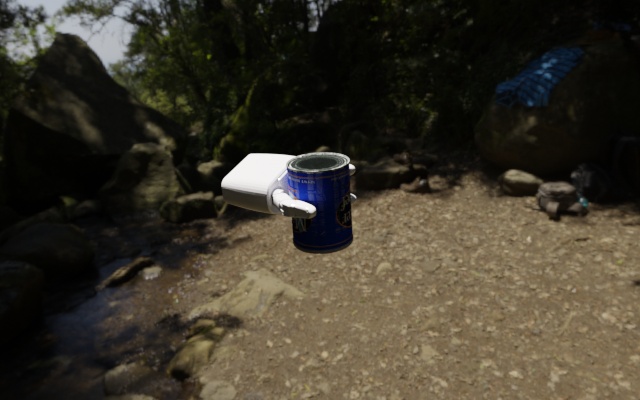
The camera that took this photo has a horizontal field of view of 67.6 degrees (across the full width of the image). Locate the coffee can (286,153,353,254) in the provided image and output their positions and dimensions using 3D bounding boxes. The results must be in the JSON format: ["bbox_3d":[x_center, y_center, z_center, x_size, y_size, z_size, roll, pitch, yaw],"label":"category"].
[{"bbox_3d":[0.000,0.003,0.783,0.103,0.140,0.102,-3,21,1],"label":"coffee can"}]
